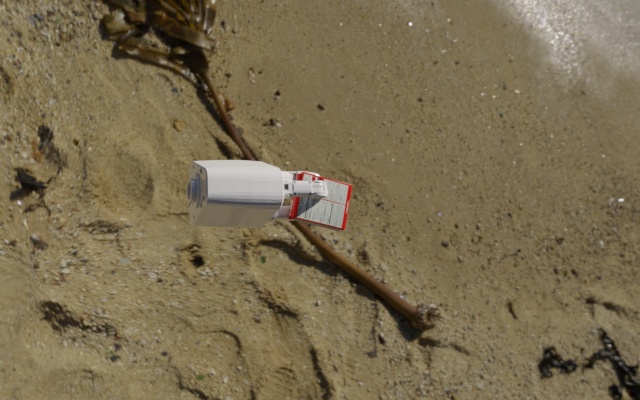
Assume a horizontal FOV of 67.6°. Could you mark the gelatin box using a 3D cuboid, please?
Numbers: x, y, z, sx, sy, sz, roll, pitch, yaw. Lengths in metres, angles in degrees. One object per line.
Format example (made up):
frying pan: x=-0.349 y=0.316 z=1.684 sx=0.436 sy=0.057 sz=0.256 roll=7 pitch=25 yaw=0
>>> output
gelatin box: x=0.001 y=0.002 z=0.738 sx=0.089 sy=0.073 sz=0.030 roll=14 pitch=-12 yaw=-21
